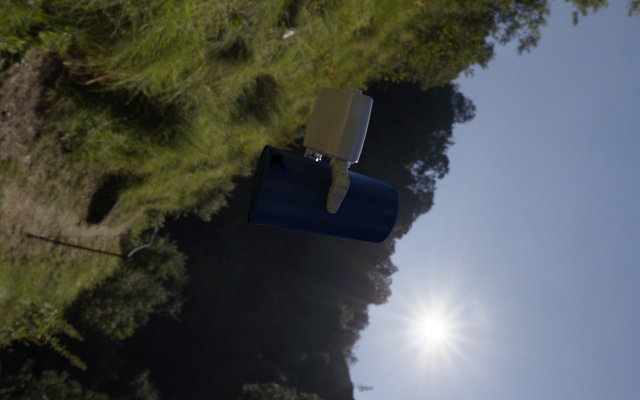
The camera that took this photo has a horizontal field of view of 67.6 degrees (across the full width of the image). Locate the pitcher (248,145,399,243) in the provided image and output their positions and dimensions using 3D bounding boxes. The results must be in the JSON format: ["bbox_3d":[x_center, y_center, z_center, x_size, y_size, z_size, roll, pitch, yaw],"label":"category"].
[{"bbox_3d":[0.000,0.003,0.820,0.243,0.145,0.149,13,9,-14],"label":"pitcher"}]
